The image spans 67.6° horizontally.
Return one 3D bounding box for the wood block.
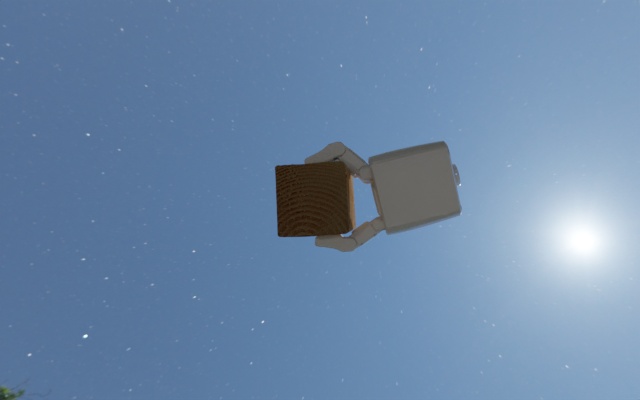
[{"bbox_3d":[0.001,0.003,0.681,0.090,0.091,0.206,-4,-3,7],"label":"wood block"}]
